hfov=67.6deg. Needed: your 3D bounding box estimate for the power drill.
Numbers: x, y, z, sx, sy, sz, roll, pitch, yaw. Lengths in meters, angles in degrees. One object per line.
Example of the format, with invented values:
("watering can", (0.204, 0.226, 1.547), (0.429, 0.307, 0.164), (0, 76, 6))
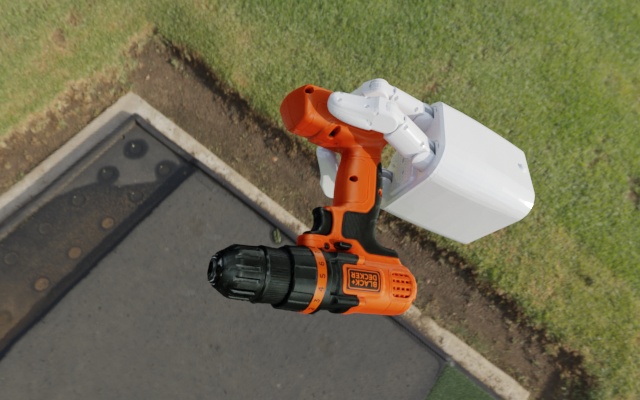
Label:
("power drill", (0.000, 0.001, 0.406), (0.184, 0.187, 0.057), (13, -20, -32))
